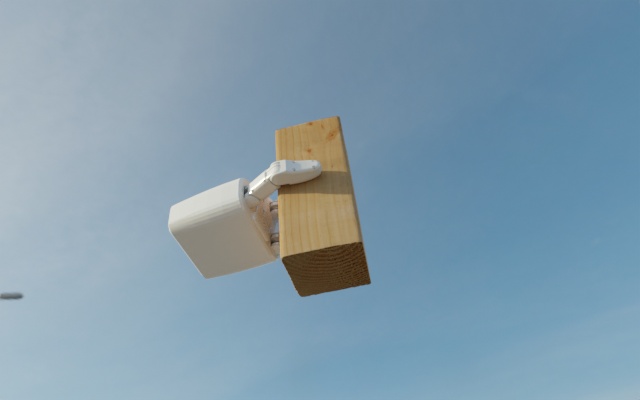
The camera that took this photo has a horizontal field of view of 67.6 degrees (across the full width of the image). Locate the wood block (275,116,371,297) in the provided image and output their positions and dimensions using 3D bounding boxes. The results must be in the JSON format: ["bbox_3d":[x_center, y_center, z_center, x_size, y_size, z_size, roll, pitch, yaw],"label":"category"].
[{"bbox_3d":[0.000,0.002,0.596,0.090,0.206,0.091,-12,-41,5],"label":"wood block"}]
